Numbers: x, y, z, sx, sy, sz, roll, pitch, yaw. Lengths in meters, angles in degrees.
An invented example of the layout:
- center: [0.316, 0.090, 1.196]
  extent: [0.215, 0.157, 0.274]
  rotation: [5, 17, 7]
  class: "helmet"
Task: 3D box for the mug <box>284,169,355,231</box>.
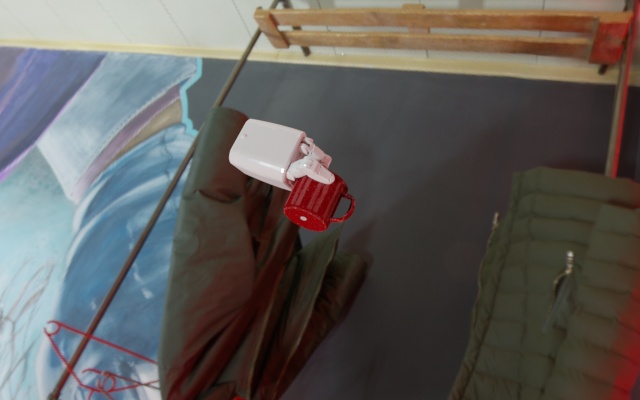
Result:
- center: [0.001, 0.003, 0.801]
  extent: [0.117, 0.081, 0.093]
  rotation: [18, -24, 15]
  class: "mug"
